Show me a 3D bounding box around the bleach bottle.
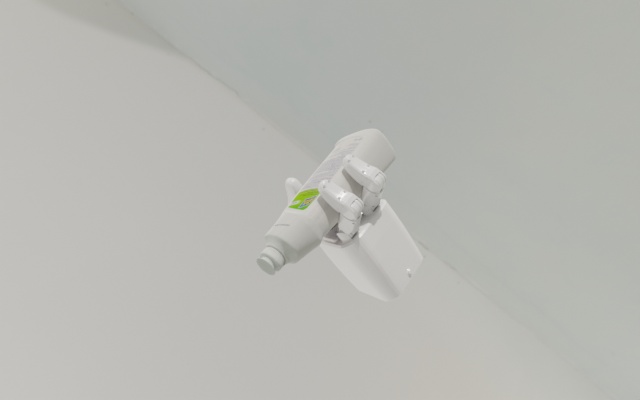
[{"bbox_3d":[0.000,0.002,0.641,0.102,0.068,0.250,-15,27,53],"label":"bleach bottle"}]
